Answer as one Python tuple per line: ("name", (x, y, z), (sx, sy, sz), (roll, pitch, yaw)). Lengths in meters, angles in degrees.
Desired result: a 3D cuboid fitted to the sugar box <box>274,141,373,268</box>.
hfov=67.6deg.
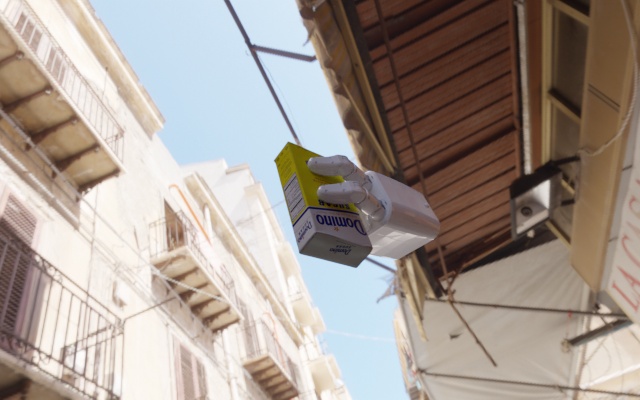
("sugar box", (0.000, 0.002, 0.631), (0.093, 0.048, 0.176), (18, 32, -33))
